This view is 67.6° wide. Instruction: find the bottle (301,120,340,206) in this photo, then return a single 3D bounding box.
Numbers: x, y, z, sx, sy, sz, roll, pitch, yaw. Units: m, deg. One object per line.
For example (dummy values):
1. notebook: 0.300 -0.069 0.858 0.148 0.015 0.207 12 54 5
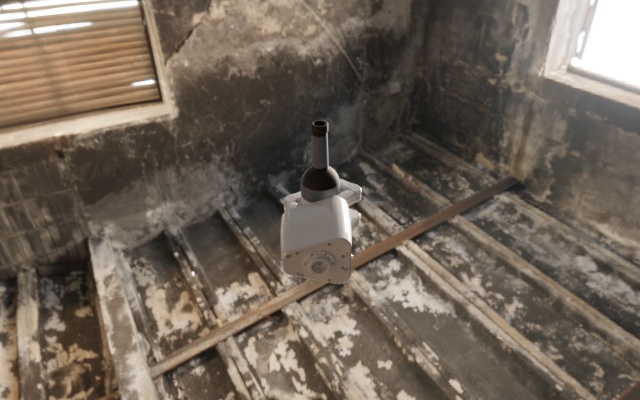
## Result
1. bottle: 0.000 0.003 0.823 0.069 0.296 0.069 -1 34 0
